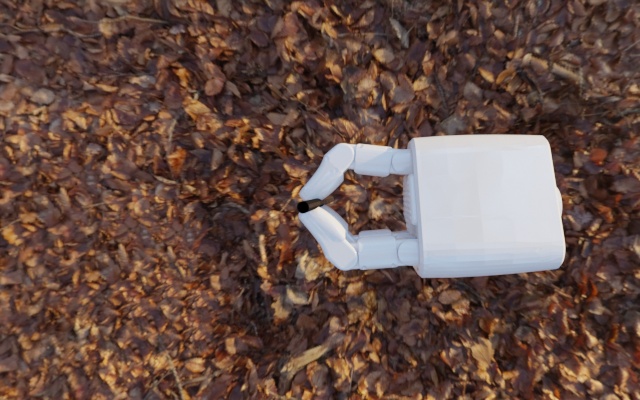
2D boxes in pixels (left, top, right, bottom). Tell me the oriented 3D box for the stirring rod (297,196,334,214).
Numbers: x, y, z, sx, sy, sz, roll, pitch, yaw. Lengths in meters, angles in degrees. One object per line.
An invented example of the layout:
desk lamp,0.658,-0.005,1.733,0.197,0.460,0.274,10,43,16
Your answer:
stirring rod,0.000,0.001,0.426,0.011,0.011,0.239,0,1,5
